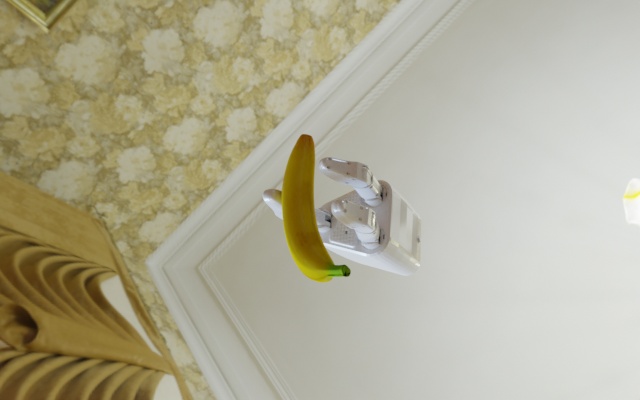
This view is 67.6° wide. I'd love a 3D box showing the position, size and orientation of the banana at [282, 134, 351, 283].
[{"bbox_3d":[-0.013,0.014,0.520,0.070,0.197,0.037,-36,-41,24],"label":"banana"}]
